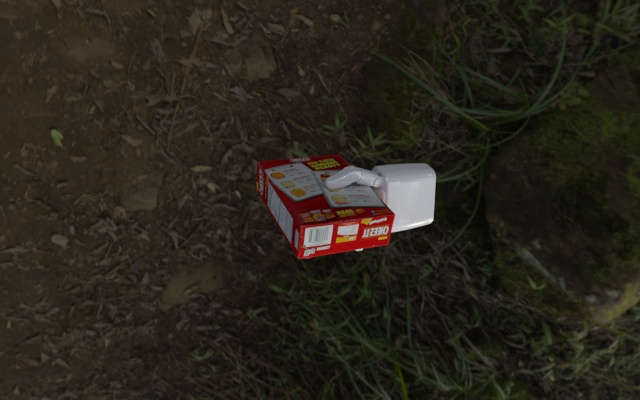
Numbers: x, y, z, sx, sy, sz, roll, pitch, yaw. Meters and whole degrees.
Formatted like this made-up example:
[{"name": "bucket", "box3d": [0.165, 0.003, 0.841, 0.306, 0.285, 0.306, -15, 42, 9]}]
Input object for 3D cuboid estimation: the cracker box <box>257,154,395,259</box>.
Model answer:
[{"name": "cracker box", "box3d": [0.000, 0.003, 0.812, 0.164, 0.072, 0.213, -7, 33, -24]}]
